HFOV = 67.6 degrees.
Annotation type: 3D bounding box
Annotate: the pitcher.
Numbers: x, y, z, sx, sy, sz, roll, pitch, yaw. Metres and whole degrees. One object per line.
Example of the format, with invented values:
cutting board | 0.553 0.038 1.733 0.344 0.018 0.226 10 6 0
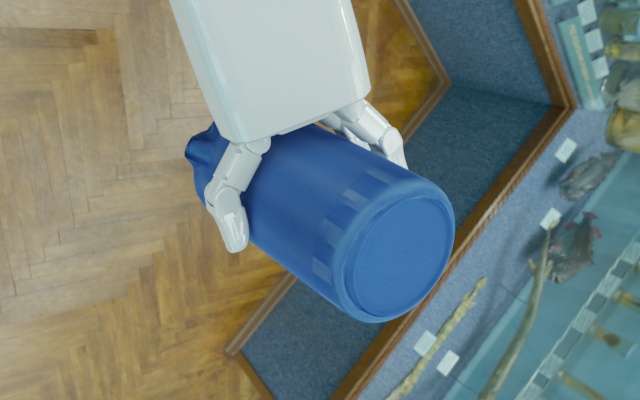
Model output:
pitcher | 0.000 0.001 0.419 0.149 0.145 0.242 -30 34 -21
